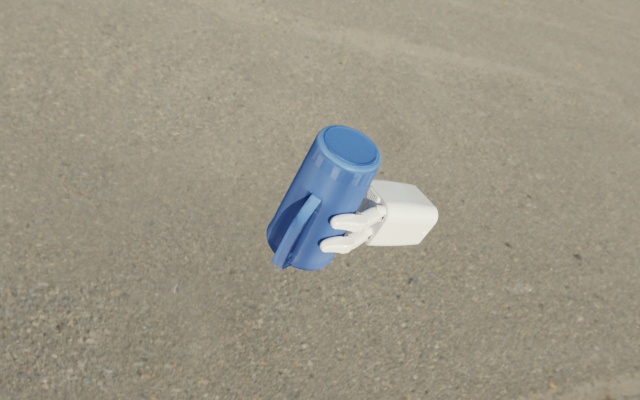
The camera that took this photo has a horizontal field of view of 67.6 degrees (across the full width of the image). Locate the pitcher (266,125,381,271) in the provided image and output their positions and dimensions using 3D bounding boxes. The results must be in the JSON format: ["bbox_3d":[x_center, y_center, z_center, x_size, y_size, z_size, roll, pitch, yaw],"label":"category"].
[{"bbox_3d":[0.000,0.003,0.794,0.145,0.149,0.243,4,-44,-24],"label":"pitcher"}]
